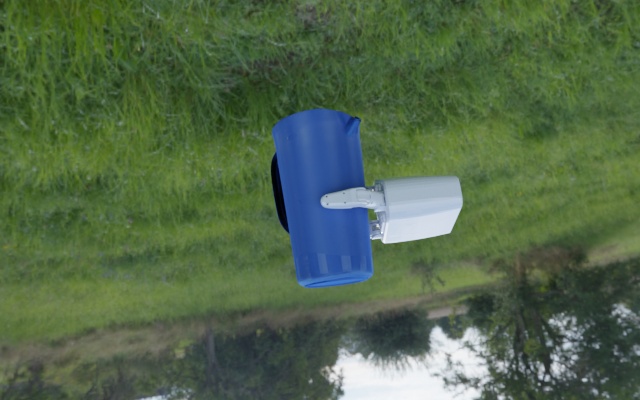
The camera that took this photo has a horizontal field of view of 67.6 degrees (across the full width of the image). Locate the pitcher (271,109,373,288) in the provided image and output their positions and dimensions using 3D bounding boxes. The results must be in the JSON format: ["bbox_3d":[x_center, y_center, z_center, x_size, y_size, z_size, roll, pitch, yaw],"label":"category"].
[{"bbox_3d":[0.000,0.002,0.704,0.145,0.242,0.149,-6,-14,-2],"label":"pitcher"}]
